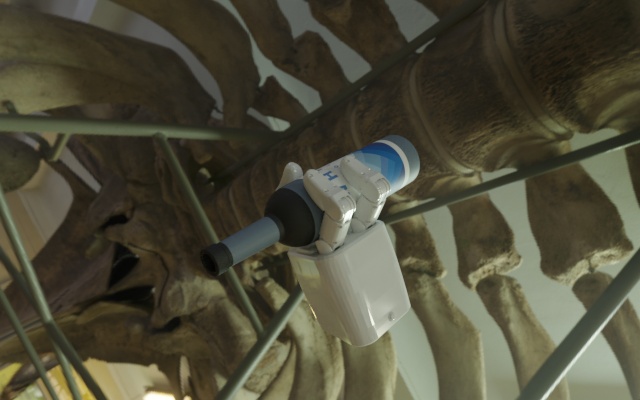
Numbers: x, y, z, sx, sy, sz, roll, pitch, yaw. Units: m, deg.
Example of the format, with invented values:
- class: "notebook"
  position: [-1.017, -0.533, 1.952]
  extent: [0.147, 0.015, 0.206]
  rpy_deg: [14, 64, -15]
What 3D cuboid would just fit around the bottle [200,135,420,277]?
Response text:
- class: "bottle"
  position: [0.000, 0.002, 0.516]
  extent: [0.069, 0.069, 0.295]
  rpy_deg: [0, 21, 46]
